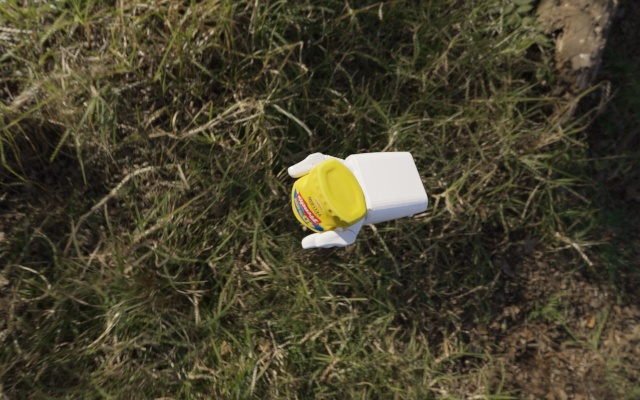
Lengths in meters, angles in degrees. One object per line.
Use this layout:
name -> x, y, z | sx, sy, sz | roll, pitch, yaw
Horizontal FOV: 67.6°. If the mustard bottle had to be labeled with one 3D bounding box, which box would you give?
mustard bottle -> 0.000, 0.002, 0.729 | 0.058, 0.096, 0.191 | -33, 2, -21
